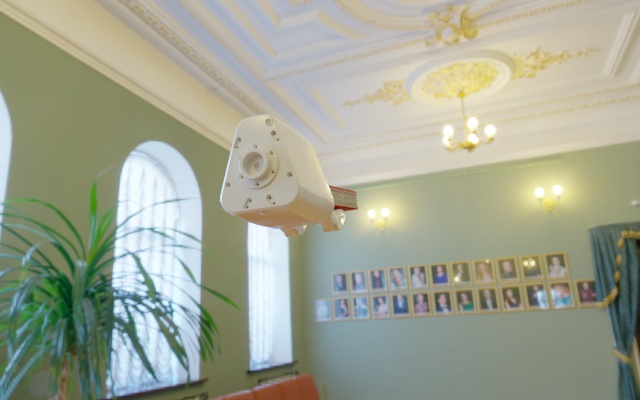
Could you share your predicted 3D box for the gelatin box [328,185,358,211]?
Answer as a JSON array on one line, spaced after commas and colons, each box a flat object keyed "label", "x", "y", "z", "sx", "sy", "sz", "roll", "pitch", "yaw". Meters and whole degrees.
[{"label": "gelatin box", "x": 0.000, "y": 0.002, "z": 0.671, "sx": 0.073, "sy": 0.030, "sz": 0.089, "roll": -10, "pitch": -10, "yaw": 30}]
